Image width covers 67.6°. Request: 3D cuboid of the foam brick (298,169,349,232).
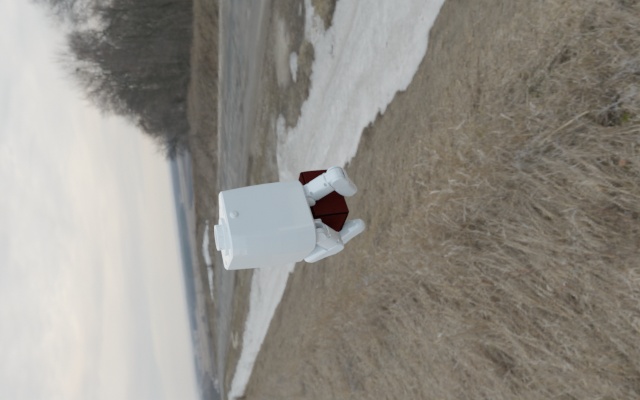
[{"bbox_3d":[0.000,0.002,0.666,0.051,0.078,0.053,-6,-34,-18],"label":"foam brick"}]
